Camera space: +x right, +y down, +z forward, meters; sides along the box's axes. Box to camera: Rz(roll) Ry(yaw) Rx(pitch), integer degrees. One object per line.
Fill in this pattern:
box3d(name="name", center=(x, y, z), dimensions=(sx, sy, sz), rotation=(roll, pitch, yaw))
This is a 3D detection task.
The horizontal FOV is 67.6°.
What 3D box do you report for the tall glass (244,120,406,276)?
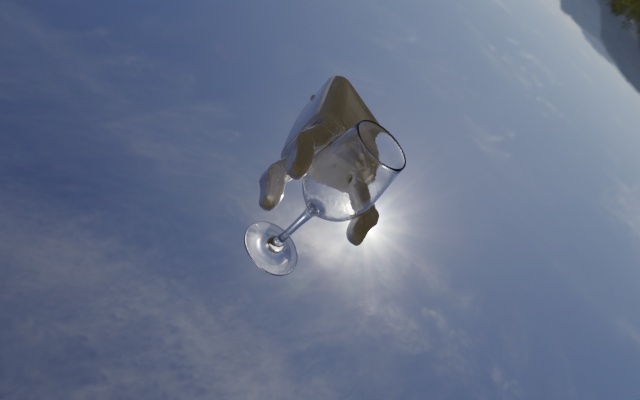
box3d(name="tall glass", center=(0.000, 0.002, 0.512), dimensions=(0.079, 0.079, 0.201), rotation=(0, -33, -45))
